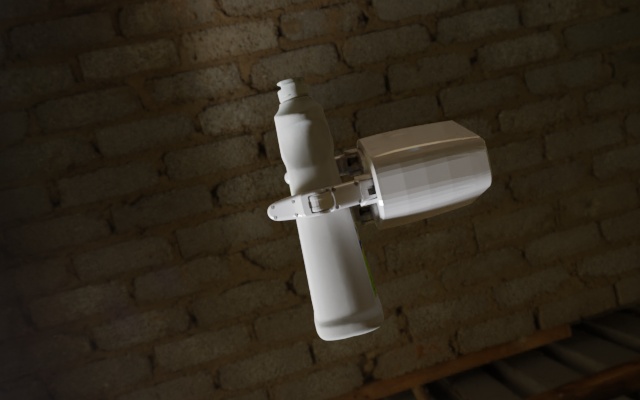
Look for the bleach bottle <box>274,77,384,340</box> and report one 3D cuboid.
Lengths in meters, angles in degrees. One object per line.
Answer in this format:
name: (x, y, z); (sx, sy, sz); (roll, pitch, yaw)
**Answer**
bleach bottle: (0.000, 0.002, 0.480); (0.068, 0.251, 0.102); (-14, 4, 1)
